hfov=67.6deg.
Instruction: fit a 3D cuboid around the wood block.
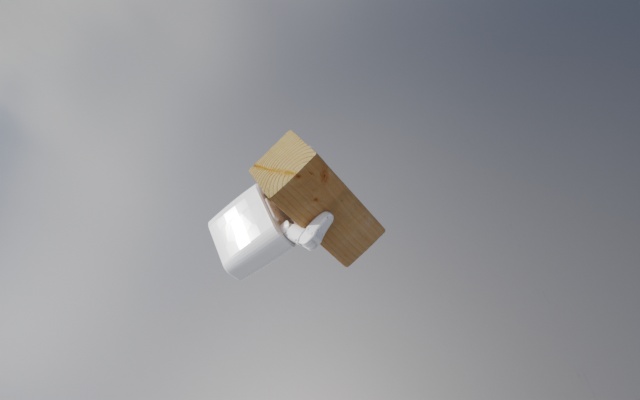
[{"bbox_3d":[0.000,0.003,0.730,0.206,0.090,0.090,45,2,-41],"label":"wood block"}]
